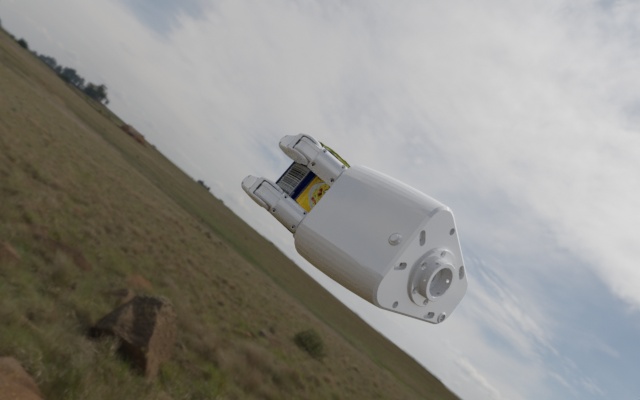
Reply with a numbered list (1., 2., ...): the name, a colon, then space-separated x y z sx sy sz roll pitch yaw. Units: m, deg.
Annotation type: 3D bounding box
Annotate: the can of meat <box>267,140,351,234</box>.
1. can of meat: 0.000 0.001 0.486 0.102 0.084 0.057 46 -10 -36
